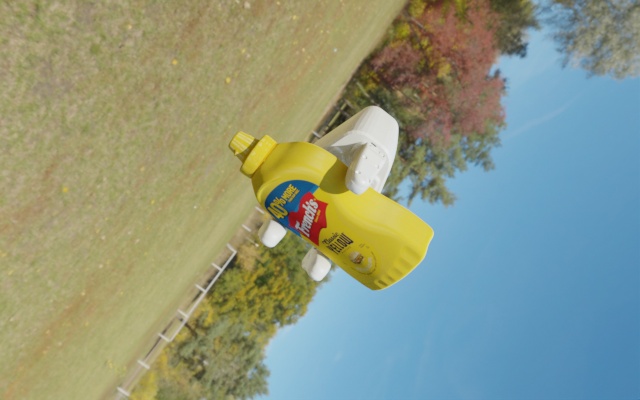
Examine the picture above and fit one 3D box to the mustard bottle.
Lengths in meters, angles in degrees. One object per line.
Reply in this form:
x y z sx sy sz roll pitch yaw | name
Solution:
0.000 0.002 0.431 0.191 0.058 0.096 37 -36 -5 | mustard bottle
